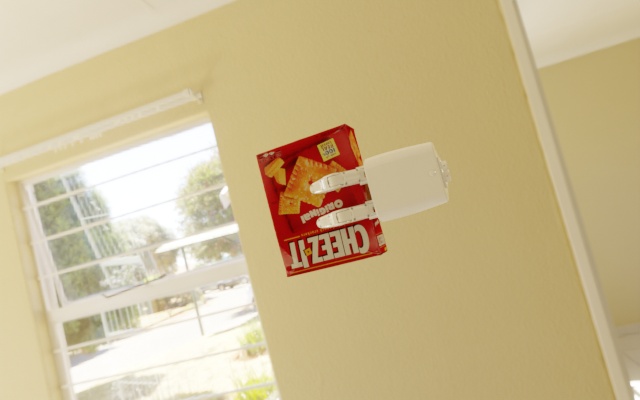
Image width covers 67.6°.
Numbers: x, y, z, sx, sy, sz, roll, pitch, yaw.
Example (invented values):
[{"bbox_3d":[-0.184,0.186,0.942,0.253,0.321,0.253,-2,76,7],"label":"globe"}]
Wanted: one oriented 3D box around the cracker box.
[{"bbox_3d":[0.000,0.002,0.783,0.164,0.213,0.072,-16,-5,17],"label":"cracker box"}]
